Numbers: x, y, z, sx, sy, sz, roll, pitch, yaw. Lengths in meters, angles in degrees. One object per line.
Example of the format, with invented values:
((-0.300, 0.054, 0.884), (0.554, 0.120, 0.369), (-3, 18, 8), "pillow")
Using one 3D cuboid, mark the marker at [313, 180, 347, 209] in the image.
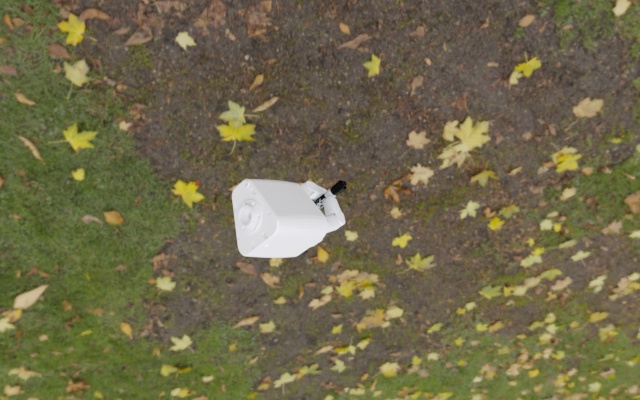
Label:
((0.000, 0.003, 0.827), (0.121, 0.020, 0.020), (-38, -22, 31), "marker")
